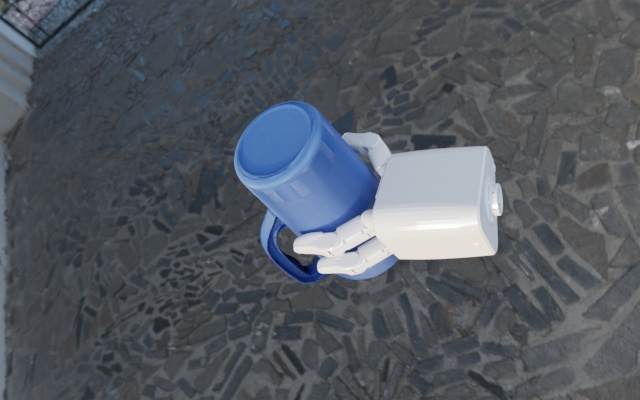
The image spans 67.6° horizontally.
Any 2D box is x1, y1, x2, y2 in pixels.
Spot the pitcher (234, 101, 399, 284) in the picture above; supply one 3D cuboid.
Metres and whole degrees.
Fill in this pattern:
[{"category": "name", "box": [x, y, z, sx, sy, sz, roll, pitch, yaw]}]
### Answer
[{"category": "pitcher", "box": [0.000, 0.002, 0.574, 0.145, 0.149, 0.243, -5, -30, 29]}]
